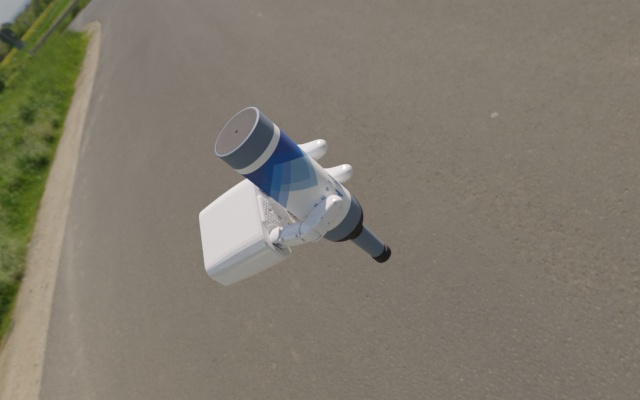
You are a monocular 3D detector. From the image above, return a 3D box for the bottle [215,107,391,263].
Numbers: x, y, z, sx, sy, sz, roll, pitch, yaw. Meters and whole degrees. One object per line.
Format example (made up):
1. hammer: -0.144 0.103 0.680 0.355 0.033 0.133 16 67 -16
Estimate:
1. bottle: 0.000 0.002 0.598 0.069 0.069 0.296 0 -31 46
